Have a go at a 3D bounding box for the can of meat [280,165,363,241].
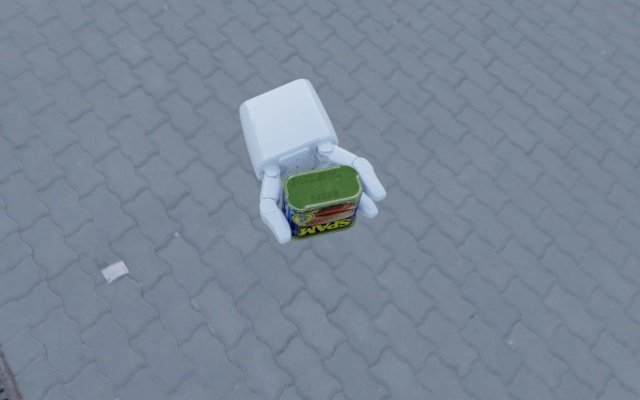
[{"bbox_3d":[0.000,0.002,0.606,0.102,0.057,0.084,-12,-27,-12],"label":"can of meat"}]
